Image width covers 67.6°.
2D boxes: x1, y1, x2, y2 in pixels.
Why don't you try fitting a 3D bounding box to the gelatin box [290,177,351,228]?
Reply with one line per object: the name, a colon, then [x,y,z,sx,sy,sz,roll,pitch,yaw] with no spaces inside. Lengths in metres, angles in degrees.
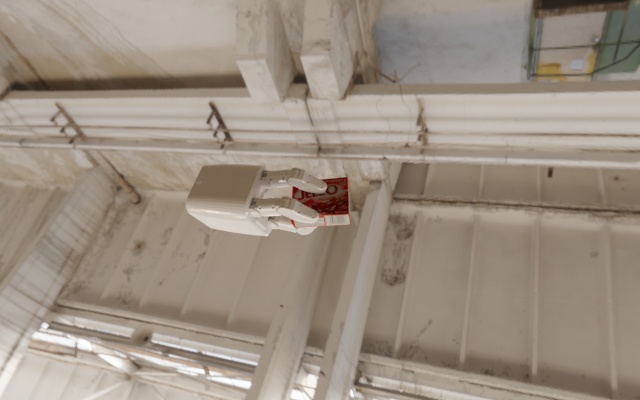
gelatin box: [0.001,0.003,0.732,0.089,0.073,0.030,-4,-39,5]
